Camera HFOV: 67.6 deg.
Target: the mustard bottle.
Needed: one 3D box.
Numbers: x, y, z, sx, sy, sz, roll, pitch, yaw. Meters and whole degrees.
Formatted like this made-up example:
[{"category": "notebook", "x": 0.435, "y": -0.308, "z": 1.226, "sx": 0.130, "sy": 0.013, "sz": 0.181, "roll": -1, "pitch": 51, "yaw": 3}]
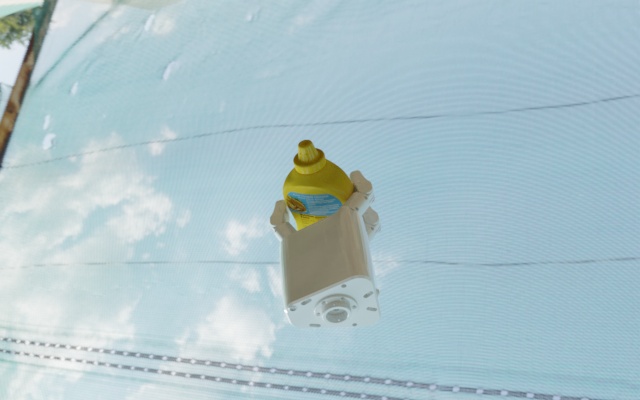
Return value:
[{"category": "mustard bottle", "x": 0.000, "y": 0.002, "z": 0.643, "sx": 0.096, "sy": 0.192, "sz": 0.058, "roll": 5, "pitch": 44, "yaw": 23}]
